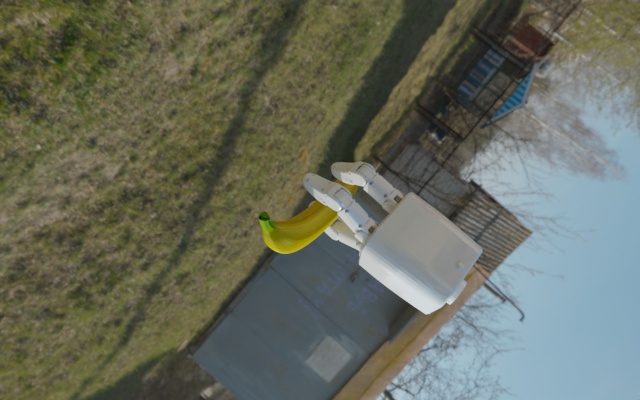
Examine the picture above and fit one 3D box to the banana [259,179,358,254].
[{"bbox_3d":[-0.008,0.017,0.576,0.037,0.070,0.197,36,35,18],"label":"banana"}]
